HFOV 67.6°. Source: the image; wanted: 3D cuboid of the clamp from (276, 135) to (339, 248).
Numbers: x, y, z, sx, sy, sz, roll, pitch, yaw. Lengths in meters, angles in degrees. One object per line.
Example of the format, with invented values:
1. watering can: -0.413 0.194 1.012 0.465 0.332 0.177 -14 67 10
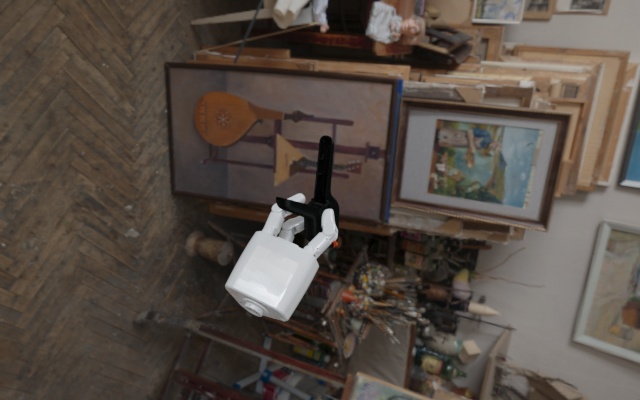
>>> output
1. clamp: 0.001 0.003 0.834 0.036 0.164 0.210 14 -31 29
